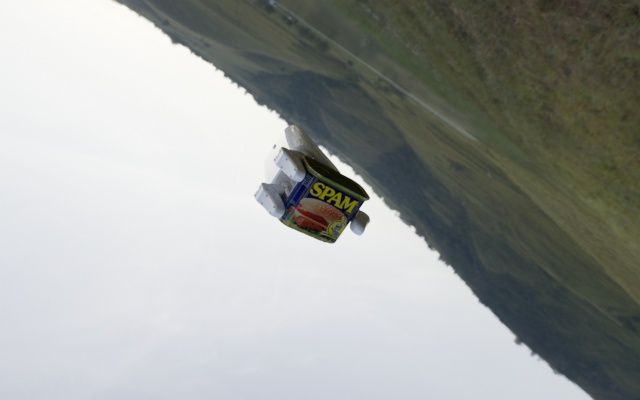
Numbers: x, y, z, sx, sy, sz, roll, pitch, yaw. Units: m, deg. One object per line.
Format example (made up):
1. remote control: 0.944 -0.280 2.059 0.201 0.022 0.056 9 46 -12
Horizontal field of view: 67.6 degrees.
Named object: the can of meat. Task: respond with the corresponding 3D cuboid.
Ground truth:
1. can of meat: 0.000 0.002 0.638 0.102 0.084 0.057 26 19 -27
